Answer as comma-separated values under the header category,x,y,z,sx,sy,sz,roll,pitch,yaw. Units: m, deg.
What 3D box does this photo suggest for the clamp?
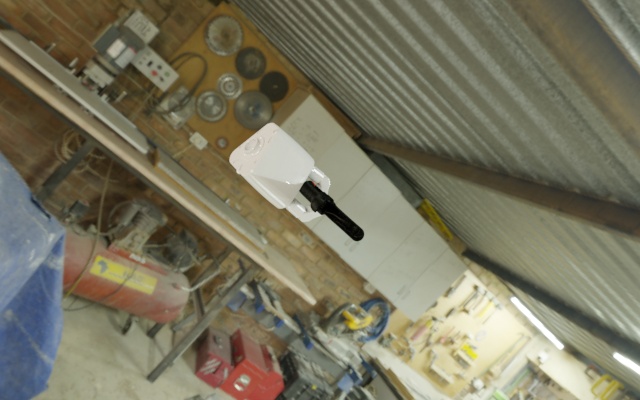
category,x,y,z,sx,sy,sz,roll,pitch,yaw
clamp,0.001,0.002,0.846,0.120,0.039,0.171,43,-1,-41
